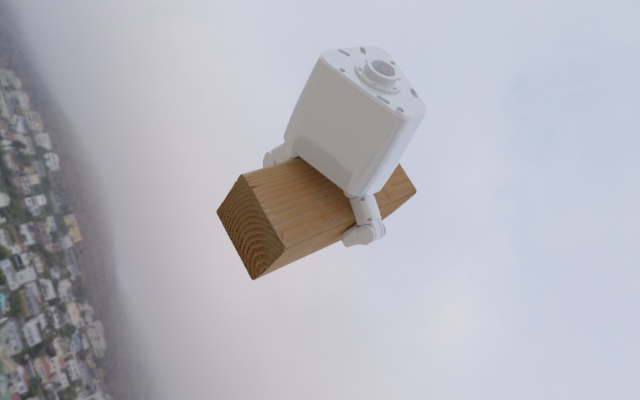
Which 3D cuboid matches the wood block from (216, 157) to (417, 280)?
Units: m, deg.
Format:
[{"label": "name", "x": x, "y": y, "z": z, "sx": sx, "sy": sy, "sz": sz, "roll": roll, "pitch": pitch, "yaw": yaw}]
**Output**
[{"label": "wood block", "x": 0.001, "y": 0.002, "z": 0.551, "sx": 0.206, "sy": 0.091, "sz": 0.090, "roll": -20, "pitch": -16, "yaw": -38}]
